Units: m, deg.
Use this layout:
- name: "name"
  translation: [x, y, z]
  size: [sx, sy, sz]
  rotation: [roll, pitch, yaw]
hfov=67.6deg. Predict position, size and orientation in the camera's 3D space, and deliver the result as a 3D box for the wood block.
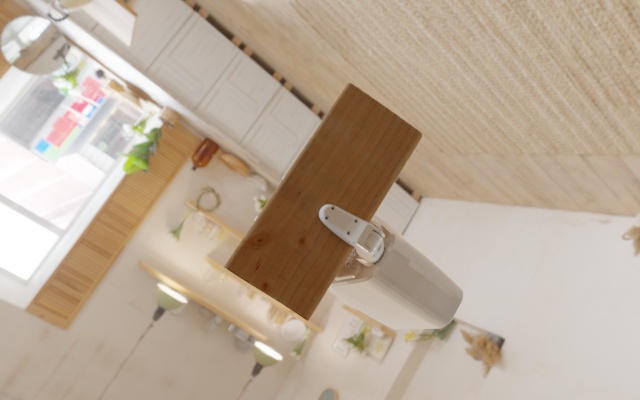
- name: "wood block"
  translation: [0.000, 0.002, 0.473]
  size: [0.090, 0.206, 0.091]
  rotation: [34, -11, -6]
